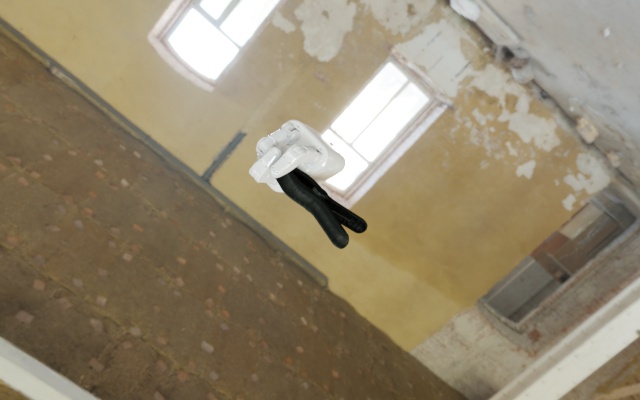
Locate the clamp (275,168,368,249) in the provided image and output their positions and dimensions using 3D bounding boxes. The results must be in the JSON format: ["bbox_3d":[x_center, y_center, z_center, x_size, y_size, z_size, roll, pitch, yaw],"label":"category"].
[{"bbox_3d":[0.000,0.003,0.722,0.171,0.039,0.120,47,15,17],"label":"clamp"}]
